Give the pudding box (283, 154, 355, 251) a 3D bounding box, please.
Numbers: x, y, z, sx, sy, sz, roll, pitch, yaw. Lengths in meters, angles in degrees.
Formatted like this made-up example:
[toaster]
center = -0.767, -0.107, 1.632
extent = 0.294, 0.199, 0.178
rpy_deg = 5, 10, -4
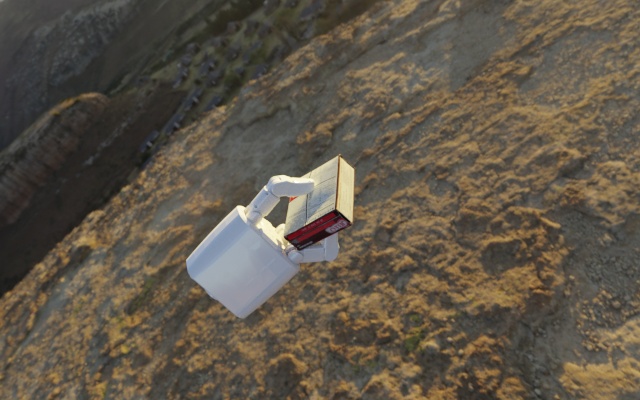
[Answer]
[pudding box]
center = 0.000, 0.002, 0.637
extent = 0.090, 0.113, 0.039
rpy_deg = -28, -53, 28
